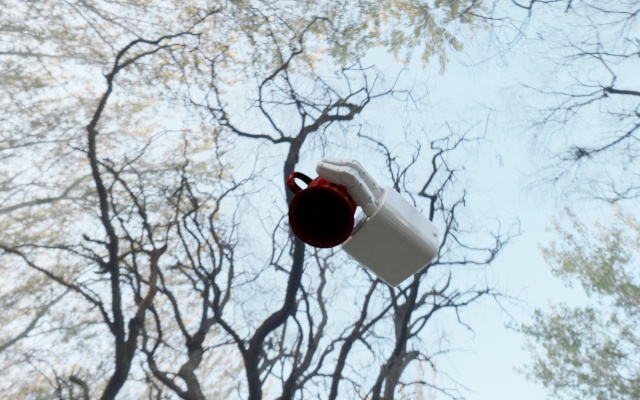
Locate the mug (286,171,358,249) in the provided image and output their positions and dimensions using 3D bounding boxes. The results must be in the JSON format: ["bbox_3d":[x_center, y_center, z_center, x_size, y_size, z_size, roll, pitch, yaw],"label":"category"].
[{"bbox_3d":[-0.001,0.001,0.683,0.117,0.093,0.081,40,25,-3],"label":"mug"}]
